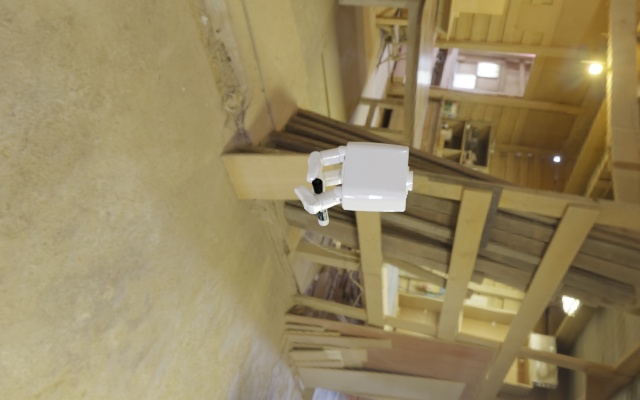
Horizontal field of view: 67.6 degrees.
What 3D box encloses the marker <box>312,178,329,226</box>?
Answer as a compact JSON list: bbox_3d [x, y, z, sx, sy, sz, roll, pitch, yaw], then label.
[{"bbox_3d":[0.000,0.003,0.836,0.020,0.020,0.121,0,-38,7],"label":"marker"}]
